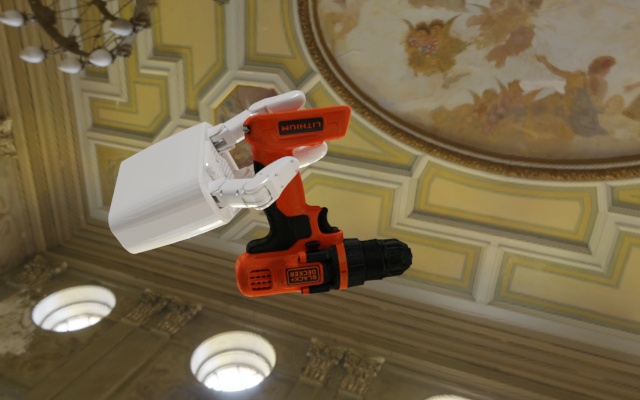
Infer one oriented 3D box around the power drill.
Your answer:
[{"bbox_3d":[0.000,0.001,0.481,0.184,0.188,0.057,-6,10,-9],"label":"power drill"}]
